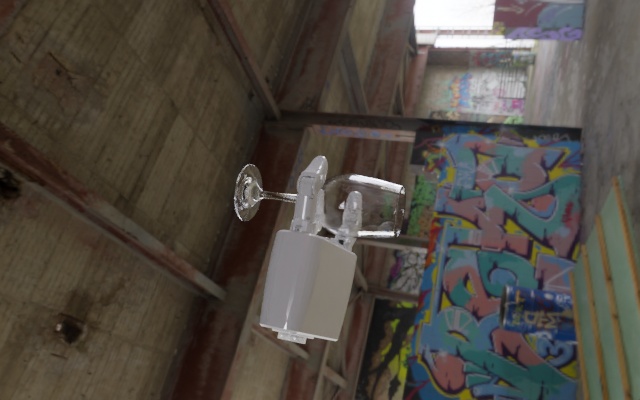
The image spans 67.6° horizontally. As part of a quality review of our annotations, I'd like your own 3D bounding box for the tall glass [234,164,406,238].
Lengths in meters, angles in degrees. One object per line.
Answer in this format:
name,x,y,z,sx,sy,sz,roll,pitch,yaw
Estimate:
tall glass,-0.001,0.002,0.589,0.201,0.079,0.079,7,2,18
